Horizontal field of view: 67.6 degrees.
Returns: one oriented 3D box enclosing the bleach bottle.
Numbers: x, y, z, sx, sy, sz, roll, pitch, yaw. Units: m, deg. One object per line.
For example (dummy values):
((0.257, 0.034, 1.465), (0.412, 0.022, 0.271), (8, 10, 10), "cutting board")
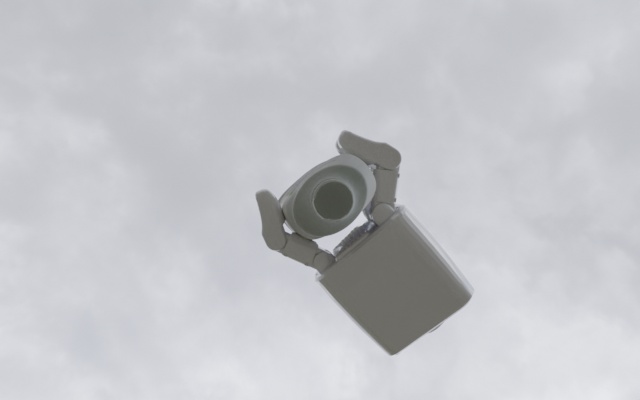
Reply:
((0.000, 0.001, 0.470), (0.102, 0.068, 0.251), (-42, 2, 0), "bleach bottle")
